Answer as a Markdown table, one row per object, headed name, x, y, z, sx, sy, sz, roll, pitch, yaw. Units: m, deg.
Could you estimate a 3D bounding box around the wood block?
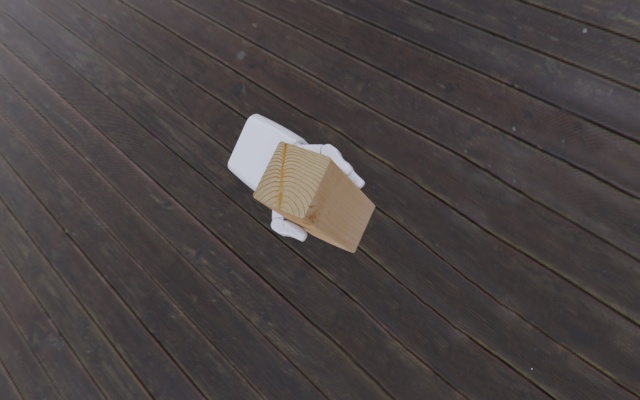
| name | x | y | z | sx | sy | sz | roll | pitch | yaw |
| --- | --- | --- | --- | --- | --- | --- | --- | --- | --- |
| wood block | 0.000 | 0.002 | 0.724 | 0.090 | 0.091 | 0.206 | 22 | -8 | 28 |
